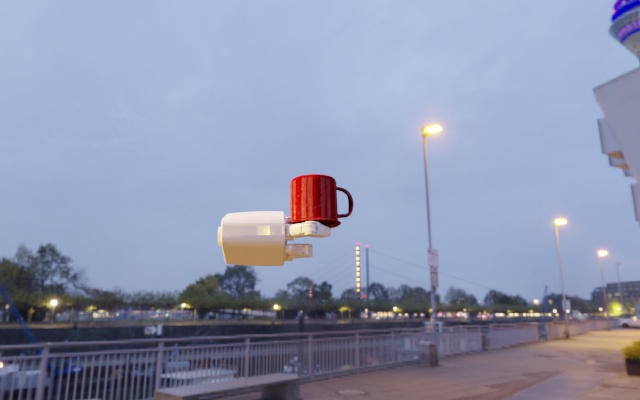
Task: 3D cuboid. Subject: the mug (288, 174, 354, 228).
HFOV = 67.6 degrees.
[{"bbox_3d":[0.002,0.003,0.835,0.117,0.081,0.093,0,-13,-6],"label":"mug"}]
